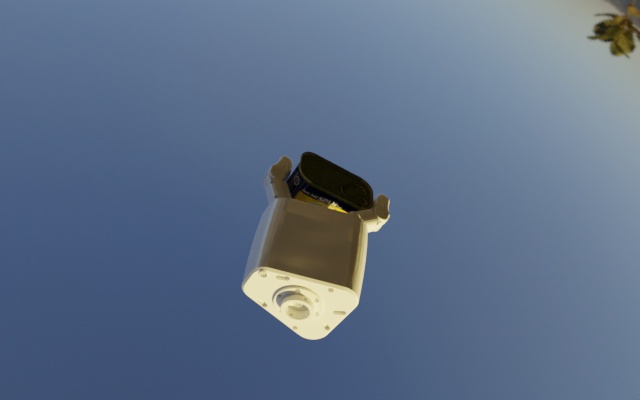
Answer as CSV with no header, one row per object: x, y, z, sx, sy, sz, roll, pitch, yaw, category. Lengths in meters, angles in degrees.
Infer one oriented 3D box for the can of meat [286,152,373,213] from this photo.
0.000,0.002,0.590,0.102,0.084,0.057,26,37,-16,can of meat
